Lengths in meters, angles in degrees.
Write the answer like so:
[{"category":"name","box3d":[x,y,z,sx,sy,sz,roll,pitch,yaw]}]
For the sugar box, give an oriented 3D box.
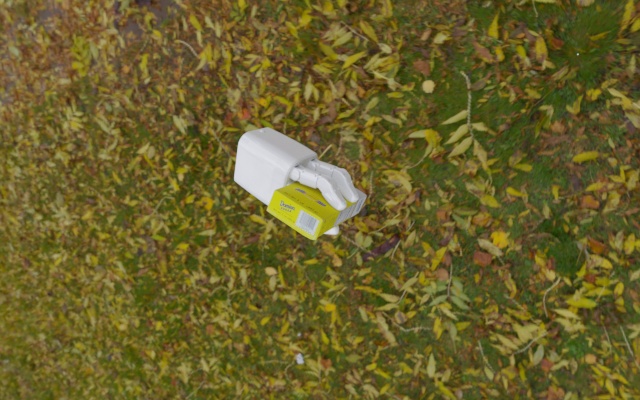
[{"category":"sugar box","box3d":[0.000,0.002,0.786,0.093,0.048,0.176,32,28,16]}]
